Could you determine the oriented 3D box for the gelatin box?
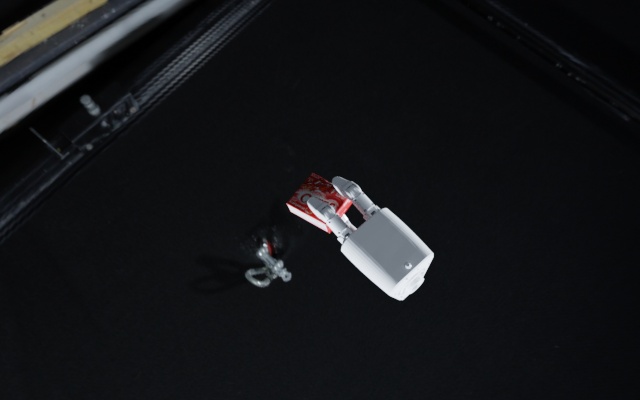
[{"bbox_3d":[0.000,0.003,0.802,0.089,0.073,0.030,28,-22,28],"label":"gelatin box"}]
